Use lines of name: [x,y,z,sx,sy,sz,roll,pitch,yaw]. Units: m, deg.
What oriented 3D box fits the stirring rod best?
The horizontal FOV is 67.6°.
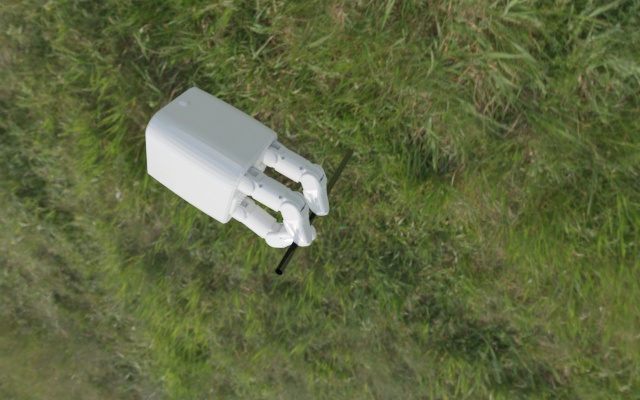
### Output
stirring rod: [0.000,0.002,0.558,0.011,0.011,0.239,0,35,25]
